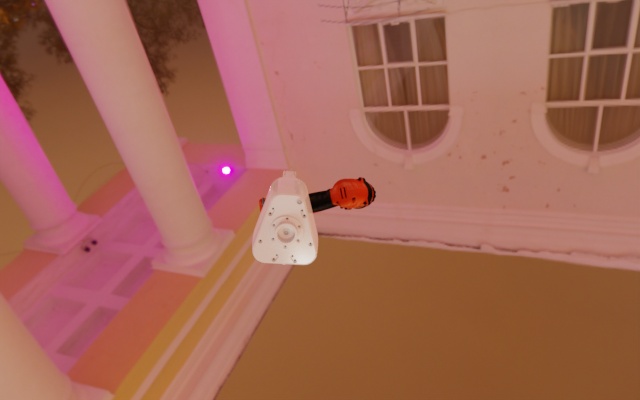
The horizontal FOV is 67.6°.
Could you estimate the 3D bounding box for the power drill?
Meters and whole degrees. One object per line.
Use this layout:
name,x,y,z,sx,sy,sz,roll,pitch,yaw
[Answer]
power drill,0.000,0.003,0.847,0.187,0.057,0.184,-15,-6,17
